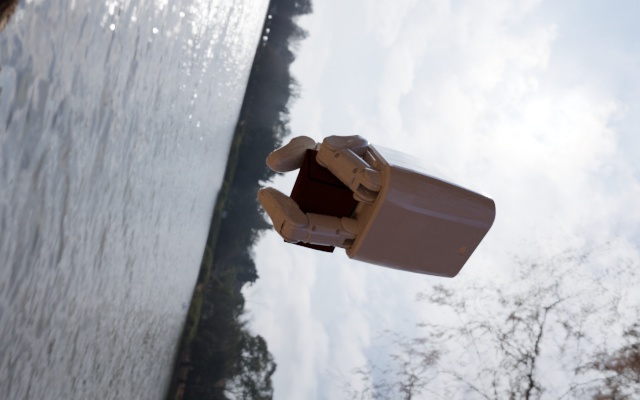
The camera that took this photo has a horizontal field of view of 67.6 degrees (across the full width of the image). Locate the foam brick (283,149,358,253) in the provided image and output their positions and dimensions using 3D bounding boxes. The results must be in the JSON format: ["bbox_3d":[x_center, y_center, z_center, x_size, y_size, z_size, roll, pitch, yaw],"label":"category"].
[{"bbox_3d":[0.000,0.002,0.447,0.051,0.078,0.053,15,35,-12],"label":"foam brick"}]
